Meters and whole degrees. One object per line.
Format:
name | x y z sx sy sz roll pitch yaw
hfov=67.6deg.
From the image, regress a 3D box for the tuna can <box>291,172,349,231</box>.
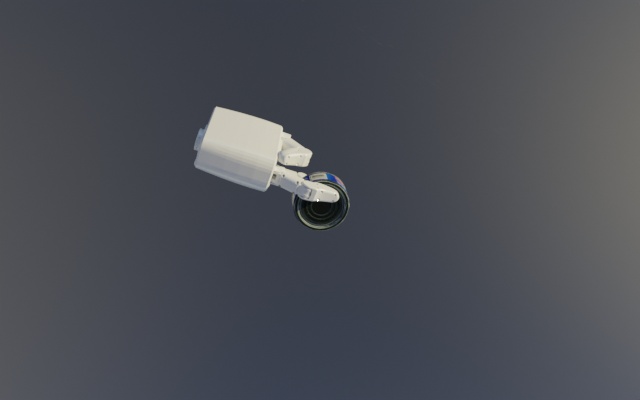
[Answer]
tuna can | 0.000 0.003 0.719 0.086 0.086 0.033 0 25 -8
